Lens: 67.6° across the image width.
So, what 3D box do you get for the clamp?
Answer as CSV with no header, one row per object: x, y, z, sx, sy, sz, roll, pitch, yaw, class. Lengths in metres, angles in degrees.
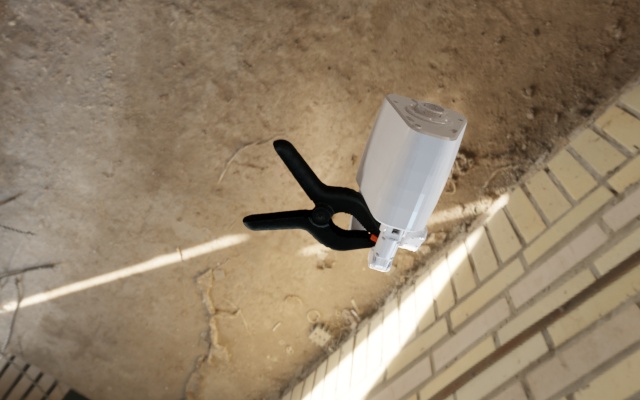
0.000,0.002,0.558,0.171,0.120,0.039,15,30,0,clamp
